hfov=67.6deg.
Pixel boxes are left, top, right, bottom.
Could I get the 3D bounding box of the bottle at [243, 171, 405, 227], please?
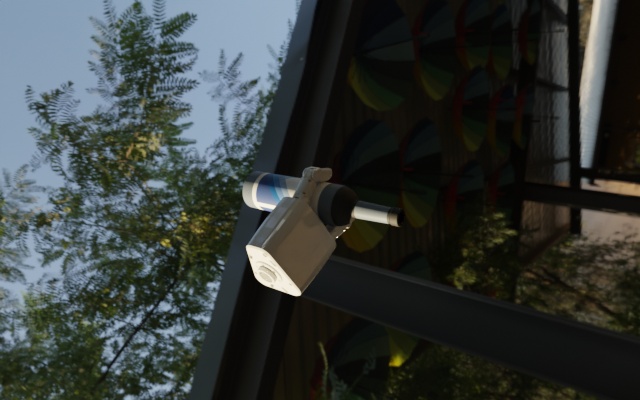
[{"bbox_3d":[0.000,0.002,0.781,0.295,0.069,0.069,11,6,35],"label":"bottle"}]
